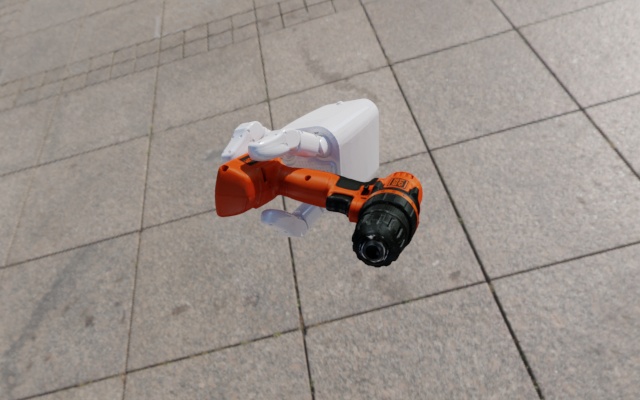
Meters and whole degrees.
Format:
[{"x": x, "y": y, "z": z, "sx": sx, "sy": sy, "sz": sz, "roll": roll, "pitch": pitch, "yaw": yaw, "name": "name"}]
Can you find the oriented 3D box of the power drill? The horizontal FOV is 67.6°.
[{"x": 0.000, "y": 0.001, "z": 0.452, "sx": 0.187, "sy": 0.057, "sz": 0.184, "roll": 12, "pitch": 17, "yaw": 14, "name": "power drill"}]
